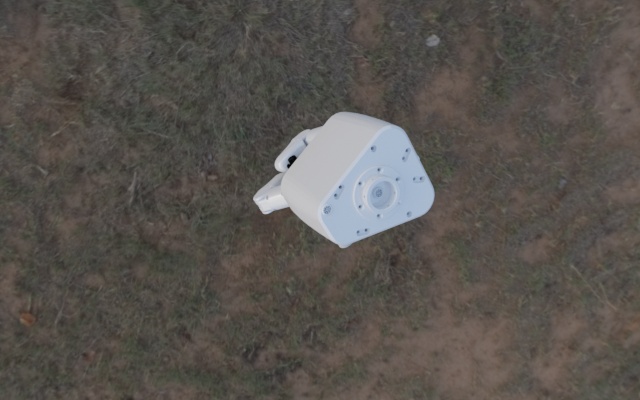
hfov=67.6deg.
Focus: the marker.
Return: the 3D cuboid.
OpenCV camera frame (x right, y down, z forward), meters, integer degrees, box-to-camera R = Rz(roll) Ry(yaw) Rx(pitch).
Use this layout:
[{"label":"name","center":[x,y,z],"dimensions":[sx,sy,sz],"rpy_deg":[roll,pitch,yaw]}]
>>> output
[{"label":"marker","center":[0.000,0.002,0.519],"dimensions":[0.020,0.121,0.020],"rpy_deg":[-27,24,13]}]
